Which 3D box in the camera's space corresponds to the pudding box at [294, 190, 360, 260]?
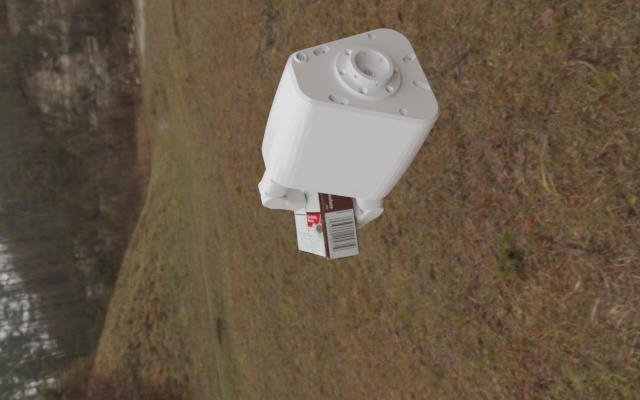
[{"bbox_3d":[0.000,0.002,0.501,0.039,0.113,0.090,-7,2,-20],"label":"pudding box"}]
